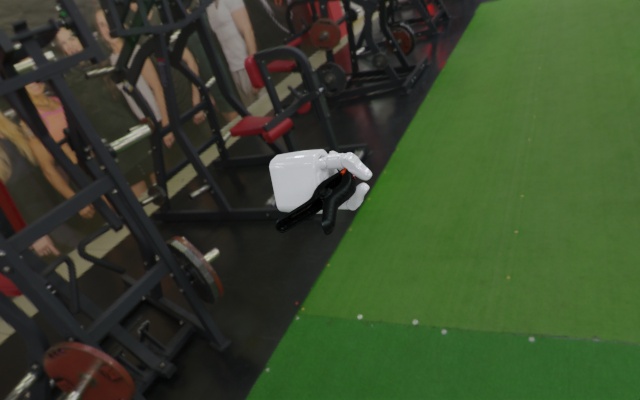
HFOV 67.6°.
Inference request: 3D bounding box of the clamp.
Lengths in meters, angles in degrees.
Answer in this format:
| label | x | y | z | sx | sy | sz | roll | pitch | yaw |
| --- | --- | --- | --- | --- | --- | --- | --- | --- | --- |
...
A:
| label | x | y | z | sx | sy | sz | roll | pitch | yaw |
| --- | --- | --- | --- | --- | --- | --- | --- | --- | --- |
| clamp | 0.000 | 0.002 | 0.816 | 0.120 | 0.039 | 0.171 | -1 | 33 | 32 |
